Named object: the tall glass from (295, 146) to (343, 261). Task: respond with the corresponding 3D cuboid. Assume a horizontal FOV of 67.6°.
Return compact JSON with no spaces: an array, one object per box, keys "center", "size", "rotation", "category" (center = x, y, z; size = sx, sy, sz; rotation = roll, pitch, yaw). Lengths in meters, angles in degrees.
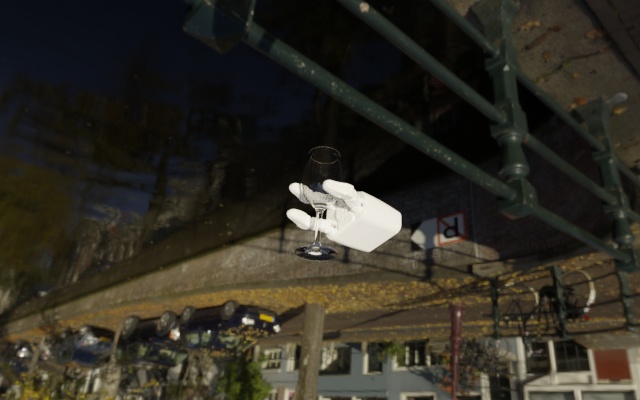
[{"center":[0.000,0.003,0.863],"size":[0.079,0.201,0.079],"rotation":[4,-26,2],"category":"tall glass"}]
